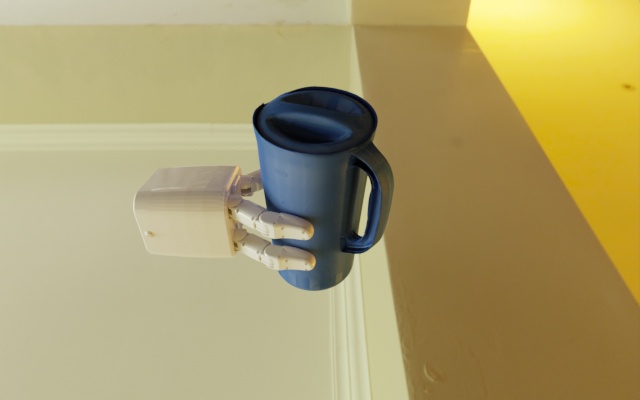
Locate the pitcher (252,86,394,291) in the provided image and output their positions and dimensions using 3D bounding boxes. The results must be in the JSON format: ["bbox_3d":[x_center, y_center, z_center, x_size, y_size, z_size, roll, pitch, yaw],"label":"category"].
[{"bbox_3d":[0.000,0.002,0.574,0.145,0.243,0.149,-1,42,-1],"label":"pitcher"}]
